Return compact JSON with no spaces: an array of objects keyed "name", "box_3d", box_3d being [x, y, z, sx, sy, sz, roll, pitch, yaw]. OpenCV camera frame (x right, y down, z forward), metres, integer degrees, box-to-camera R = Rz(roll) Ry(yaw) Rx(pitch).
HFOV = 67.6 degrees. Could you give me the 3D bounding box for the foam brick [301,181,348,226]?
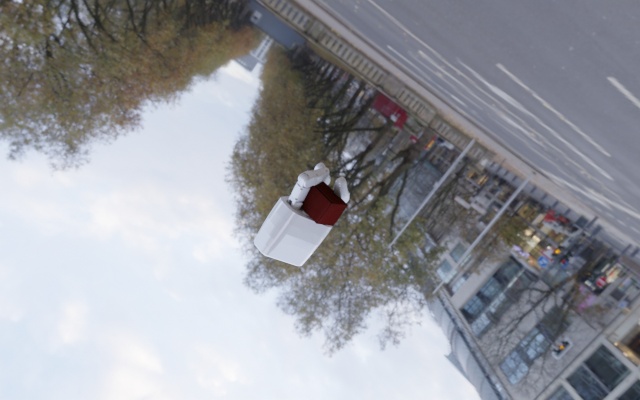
[{"name":"foam brick","box_3d":[0.000,0.003,0.876,0.053,0.051,0.078,12,27,-52]}]
